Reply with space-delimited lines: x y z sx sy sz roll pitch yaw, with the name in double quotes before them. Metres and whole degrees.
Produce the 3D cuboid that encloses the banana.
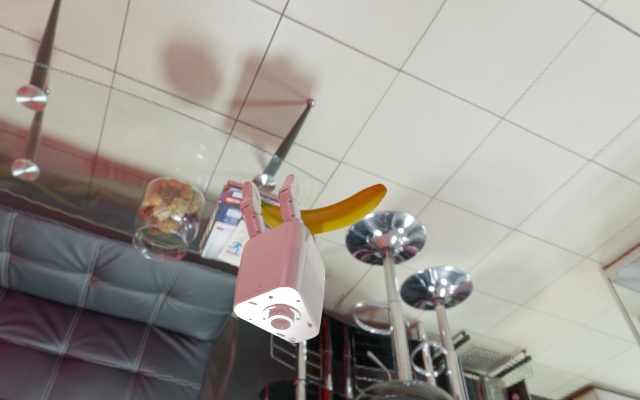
"banana" 0.000 0.017 0.689 0.198 0.070 0.037 -6 37 9
